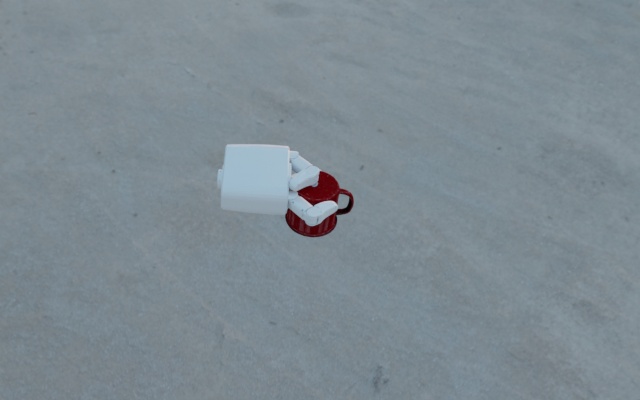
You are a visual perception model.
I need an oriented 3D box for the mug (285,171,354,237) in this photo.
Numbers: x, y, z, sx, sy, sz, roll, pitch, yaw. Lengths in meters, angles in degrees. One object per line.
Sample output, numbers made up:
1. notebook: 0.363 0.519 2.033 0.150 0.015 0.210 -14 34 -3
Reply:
1. mug: 0.002 0.003 0.821 0.117 0.082 0.093 2 43 -8
